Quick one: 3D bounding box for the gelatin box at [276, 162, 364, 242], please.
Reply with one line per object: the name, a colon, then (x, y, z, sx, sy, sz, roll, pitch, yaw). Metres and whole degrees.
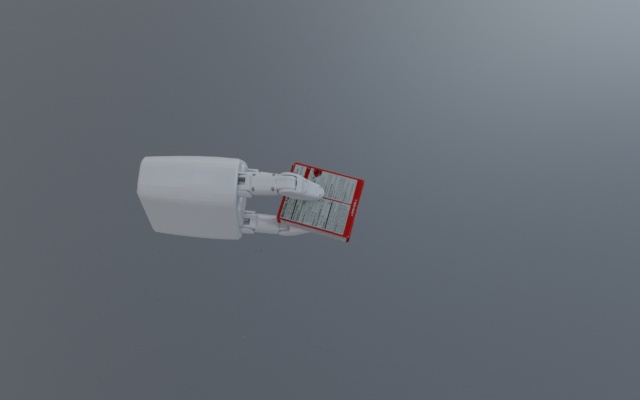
gelatin box: (0.000, 0.002, 0.565, 0.089, 0.073, 0.030, 15, -16, 4)
